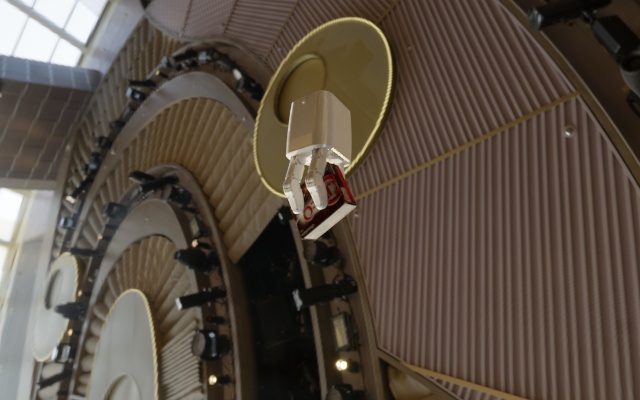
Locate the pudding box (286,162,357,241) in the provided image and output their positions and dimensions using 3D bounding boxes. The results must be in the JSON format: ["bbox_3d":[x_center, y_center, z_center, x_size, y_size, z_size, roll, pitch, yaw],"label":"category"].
[{"bbox_3d":[0.000,0.003,0.824,0.039,0.090,0.113,13,-46,-44],"label":"pudding box"}]
